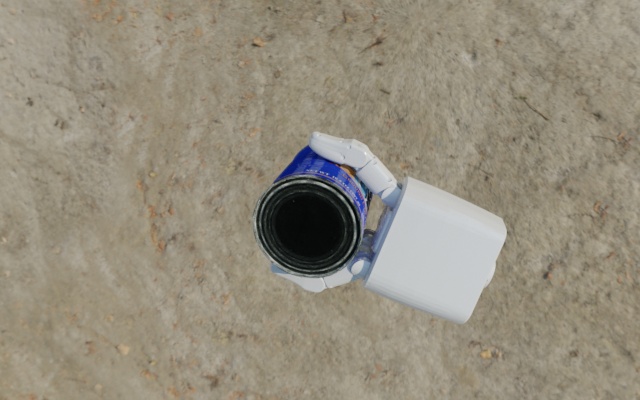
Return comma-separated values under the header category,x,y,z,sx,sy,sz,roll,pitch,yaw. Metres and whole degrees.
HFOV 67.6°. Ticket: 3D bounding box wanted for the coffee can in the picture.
category,x,y,z,sx,sy,sz,roll,pitch,yaw
coffee can,0.000,0.001,0.495,0.103,0.103,0.140,0,20,11
